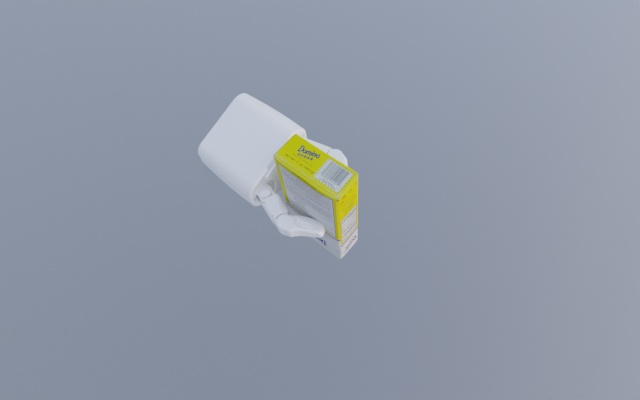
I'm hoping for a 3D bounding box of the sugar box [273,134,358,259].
[{"bbox_3d":[0.000,0.001,0.593,0.093,0.048,0.176,36,-18,19],"label":"sugar box"}]
